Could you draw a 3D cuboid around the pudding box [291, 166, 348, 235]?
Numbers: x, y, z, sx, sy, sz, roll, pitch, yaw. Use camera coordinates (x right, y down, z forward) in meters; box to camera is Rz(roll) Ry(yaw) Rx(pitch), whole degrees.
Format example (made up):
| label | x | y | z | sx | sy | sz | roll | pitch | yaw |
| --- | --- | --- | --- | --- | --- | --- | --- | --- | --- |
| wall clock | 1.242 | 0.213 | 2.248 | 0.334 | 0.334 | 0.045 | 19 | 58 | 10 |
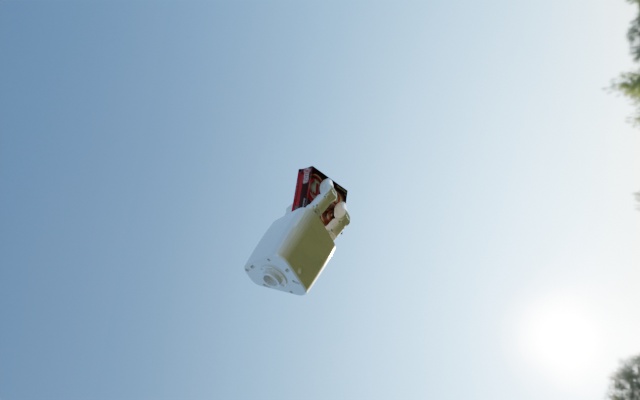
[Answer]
| label | x | y | z | sx | sy | sz | roll | pitch | yaw |
| --- | --- | --- | --- | --- | --- | --- | --- | --- | --- |
| pudding box | 0.000 | 0.003 | 0.853 | 0.039 | 0.090 | 0.113 | -7 | -26 | 35 |
